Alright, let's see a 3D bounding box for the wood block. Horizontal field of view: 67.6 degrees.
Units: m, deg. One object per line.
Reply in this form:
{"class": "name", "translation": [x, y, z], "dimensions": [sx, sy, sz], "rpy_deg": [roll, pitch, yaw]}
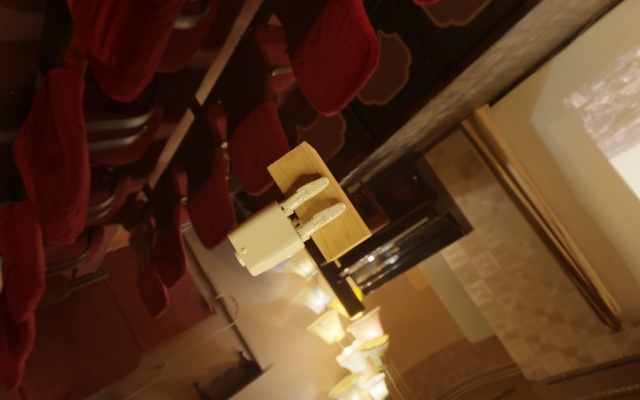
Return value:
{"class": "wood block", "translation": [0.000, 0.003, 0.900], "dimensions": [0.090, 0.206, 0.091], "rpy_deg": [-34, -9, 7]}
